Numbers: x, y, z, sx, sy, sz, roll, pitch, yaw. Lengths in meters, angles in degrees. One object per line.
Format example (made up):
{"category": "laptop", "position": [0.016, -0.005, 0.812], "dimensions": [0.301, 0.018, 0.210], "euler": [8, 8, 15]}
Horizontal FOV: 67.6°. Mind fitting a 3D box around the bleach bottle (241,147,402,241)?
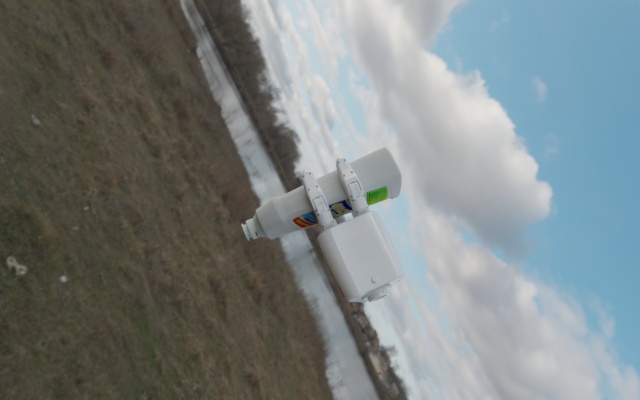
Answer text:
{"category": "bleach bottle", "position": [0.000, 0.002, 0.747], "dimensions": [0.251, 0.068, 0.103], "euler": [-23, -21, -4]}
